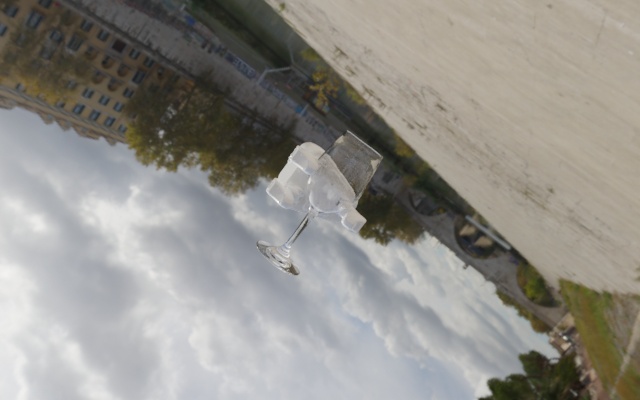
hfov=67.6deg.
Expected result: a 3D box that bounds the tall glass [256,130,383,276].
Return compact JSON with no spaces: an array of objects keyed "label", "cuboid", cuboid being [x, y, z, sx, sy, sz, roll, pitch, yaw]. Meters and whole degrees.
[{"label":"tall glass","cuboid":[0.000,0.003,0.654,0.079,0.201,0.079,37,8,-6]}]
